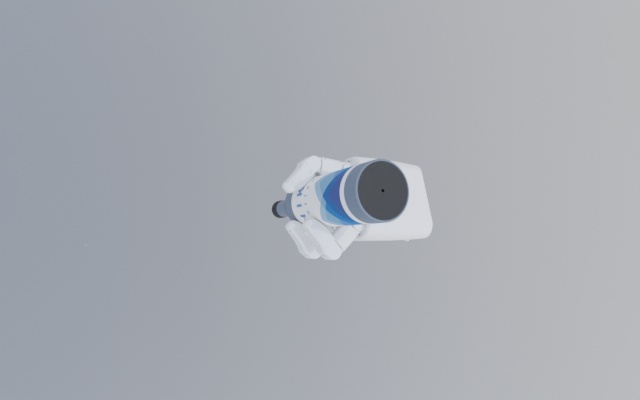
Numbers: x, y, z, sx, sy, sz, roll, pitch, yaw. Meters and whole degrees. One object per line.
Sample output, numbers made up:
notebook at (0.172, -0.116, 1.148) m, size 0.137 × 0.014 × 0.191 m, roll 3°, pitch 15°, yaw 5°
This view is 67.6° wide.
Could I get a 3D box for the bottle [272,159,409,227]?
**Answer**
bottle at (0.000, 0.002, 0.622) m, size 0.069 × 0.069 × 0.296 m, roll 0°, pitch -5°, yaw -26°
